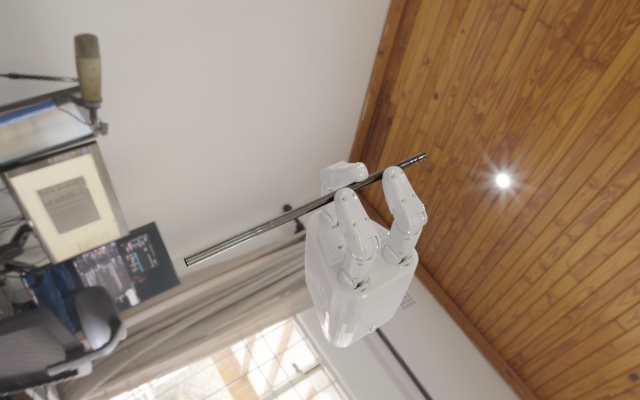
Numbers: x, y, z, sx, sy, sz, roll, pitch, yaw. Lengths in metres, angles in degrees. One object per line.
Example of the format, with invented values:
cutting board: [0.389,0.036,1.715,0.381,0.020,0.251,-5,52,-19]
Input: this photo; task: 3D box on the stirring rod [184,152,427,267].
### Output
stirring rod: [0.000,0.001,0.402,0.239,0.011,0.011,-24,11,-26]
